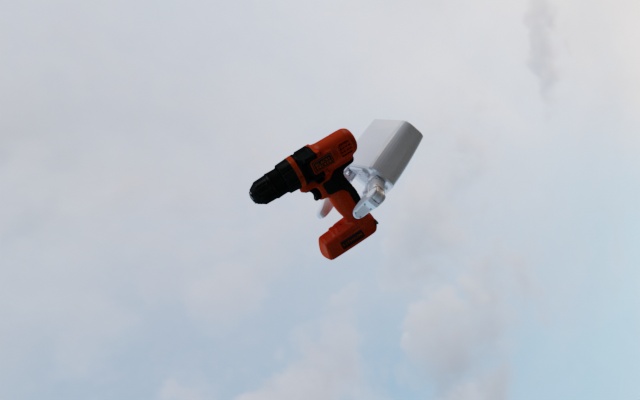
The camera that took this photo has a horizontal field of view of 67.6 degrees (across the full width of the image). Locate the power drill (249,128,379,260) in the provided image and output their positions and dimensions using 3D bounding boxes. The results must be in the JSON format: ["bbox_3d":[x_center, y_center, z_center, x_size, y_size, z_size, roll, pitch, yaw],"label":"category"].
[{"bbox_3d":[0.001,0.003,0.758,0.184,0.188,0.057,-31,31,-8],"label":"power drill"}]
